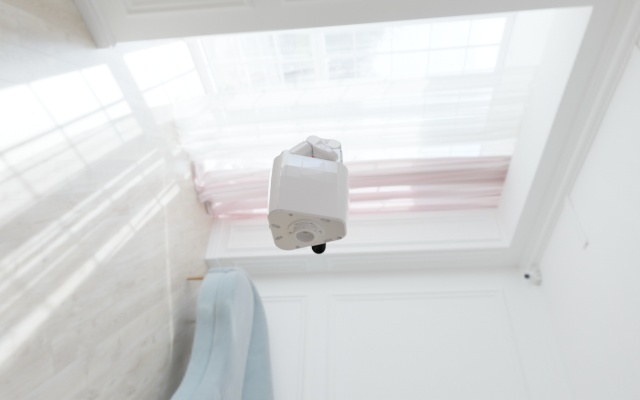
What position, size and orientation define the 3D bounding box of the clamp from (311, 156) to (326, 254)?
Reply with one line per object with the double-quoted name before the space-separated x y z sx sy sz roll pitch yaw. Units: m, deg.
"clamp" 0.001 0.002 0.785 0.039 0.120 0.172 -2 -42 6
